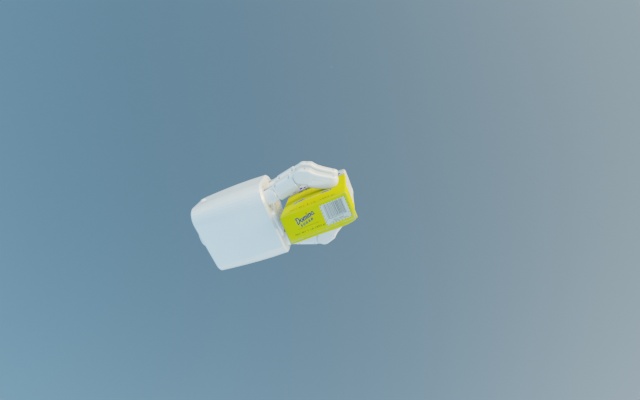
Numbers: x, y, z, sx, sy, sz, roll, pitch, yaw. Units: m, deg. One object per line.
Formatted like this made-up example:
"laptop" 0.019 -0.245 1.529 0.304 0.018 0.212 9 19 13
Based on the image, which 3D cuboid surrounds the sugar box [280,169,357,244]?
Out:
"sugar box" 0.000 0.002 0.682 0.093 0.048 0.176 -21 14 6
